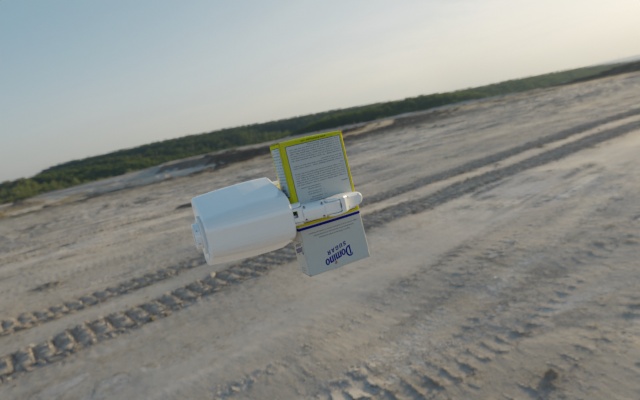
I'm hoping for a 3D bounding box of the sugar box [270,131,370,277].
[{"bbox_3d":[0.000,0.002,0.634,0.093,0.176,0.048,-15,9,-22],"label":"sugar box"}]
